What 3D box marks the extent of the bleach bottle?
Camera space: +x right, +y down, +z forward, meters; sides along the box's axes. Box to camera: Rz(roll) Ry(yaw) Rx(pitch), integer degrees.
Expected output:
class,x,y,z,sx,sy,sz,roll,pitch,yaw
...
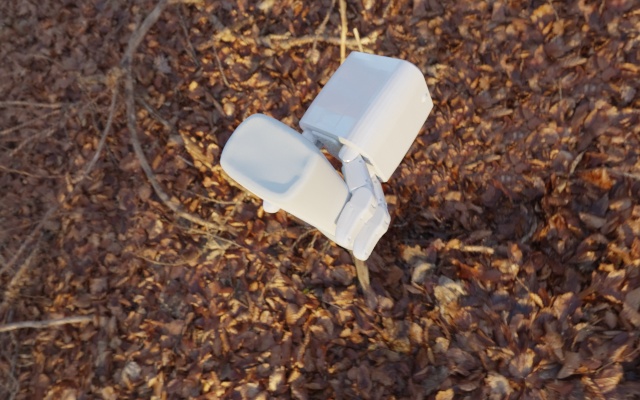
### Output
class,x,y,z,sx,sy,sz,roll,pitch,yaw
bleach bottle,0.000,0.002,0.528,0.102,0.068,0.251,33,-4,29
